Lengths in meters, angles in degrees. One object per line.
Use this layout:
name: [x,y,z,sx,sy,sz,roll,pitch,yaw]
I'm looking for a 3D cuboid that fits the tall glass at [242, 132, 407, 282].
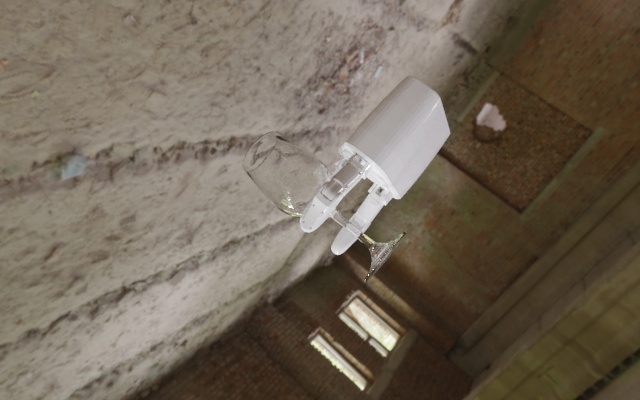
tall glass: [0.000,0.002,0.563,0.201,0.079,0.079,40,11,14]
